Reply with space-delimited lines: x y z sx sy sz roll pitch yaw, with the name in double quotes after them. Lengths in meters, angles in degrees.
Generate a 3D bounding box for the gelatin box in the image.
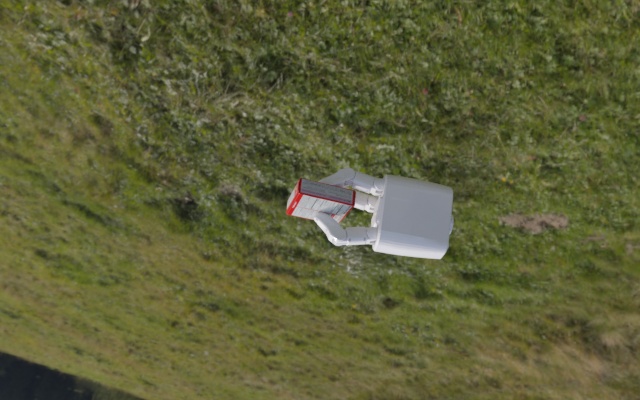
0.000 0.003 0.726 0.089 0.030 0.073 12 -29 -14 "gelatin box"
